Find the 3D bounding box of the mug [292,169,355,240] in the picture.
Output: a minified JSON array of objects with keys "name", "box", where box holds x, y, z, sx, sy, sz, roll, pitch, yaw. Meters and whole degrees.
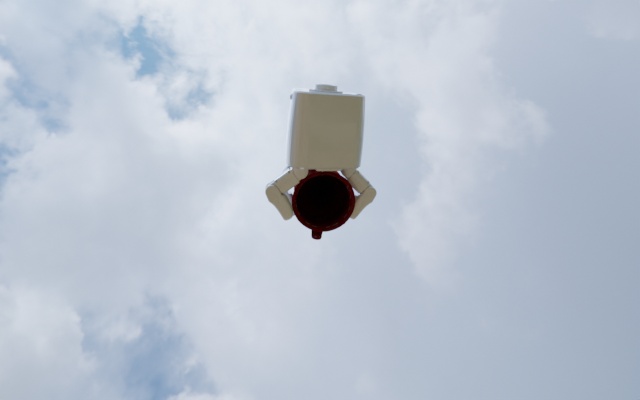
[{"name":"mug","box":[0.000,0.004,0.734,0.093,0.117,0.081,3,16,-6]}]
